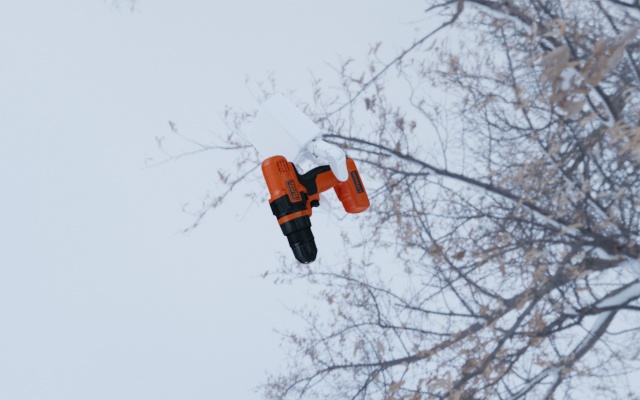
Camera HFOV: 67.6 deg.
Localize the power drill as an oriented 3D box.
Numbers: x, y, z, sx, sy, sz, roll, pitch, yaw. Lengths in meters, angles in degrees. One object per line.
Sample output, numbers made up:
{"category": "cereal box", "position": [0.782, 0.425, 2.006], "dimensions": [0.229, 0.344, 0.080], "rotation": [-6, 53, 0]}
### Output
{"category": "power drill", "position": [0.000, 0.002, 0.816], "dimensions": [0.187, 0.184, 0.057], "rotation": [-14, -8, -44]}
